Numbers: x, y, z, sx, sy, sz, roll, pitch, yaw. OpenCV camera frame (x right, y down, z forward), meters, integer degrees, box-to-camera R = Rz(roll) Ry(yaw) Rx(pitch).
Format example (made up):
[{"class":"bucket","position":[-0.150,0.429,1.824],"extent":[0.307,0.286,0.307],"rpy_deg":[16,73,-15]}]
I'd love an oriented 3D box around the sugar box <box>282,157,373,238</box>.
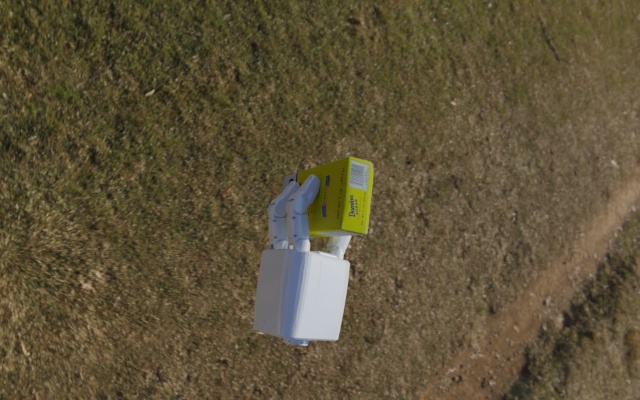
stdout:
[{"class":"sugar box","position":[0.000,0.002,0.649],"extent":[0.048,0.093,0.176],"rpy_deg":[14,-13,-32]}]
